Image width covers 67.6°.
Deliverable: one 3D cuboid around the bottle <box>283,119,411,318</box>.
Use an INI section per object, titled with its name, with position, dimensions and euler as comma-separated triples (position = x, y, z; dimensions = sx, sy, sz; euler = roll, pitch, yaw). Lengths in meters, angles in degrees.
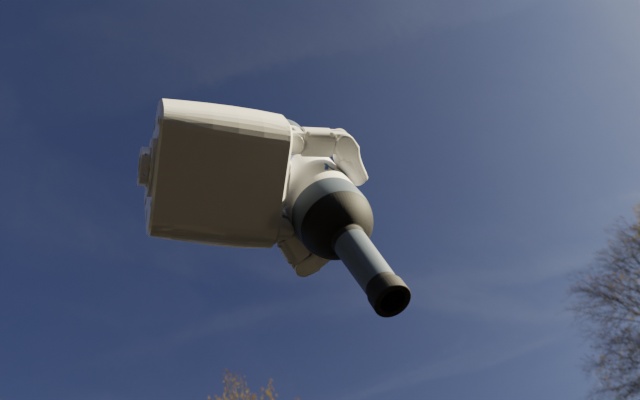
[bottle]
position = 0.000, 0.001, 0.439
dimensions = 0.069, 0.069, 0.295
euler = 0, 27, -22
